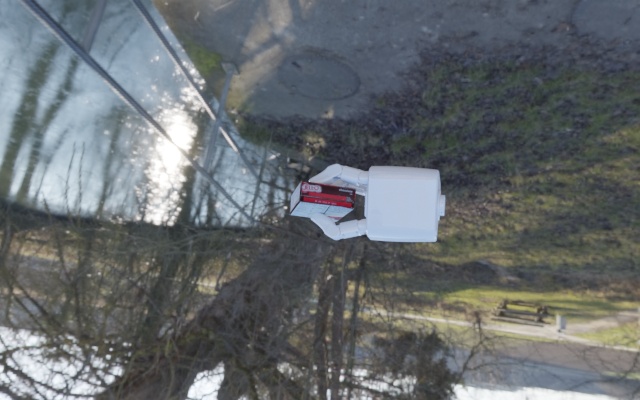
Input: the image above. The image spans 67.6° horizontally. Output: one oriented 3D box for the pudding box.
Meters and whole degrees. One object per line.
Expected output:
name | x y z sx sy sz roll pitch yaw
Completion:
pudding box | 0.000 0.003 0.787 0.090 0.039 0.113 9 -16 -11
